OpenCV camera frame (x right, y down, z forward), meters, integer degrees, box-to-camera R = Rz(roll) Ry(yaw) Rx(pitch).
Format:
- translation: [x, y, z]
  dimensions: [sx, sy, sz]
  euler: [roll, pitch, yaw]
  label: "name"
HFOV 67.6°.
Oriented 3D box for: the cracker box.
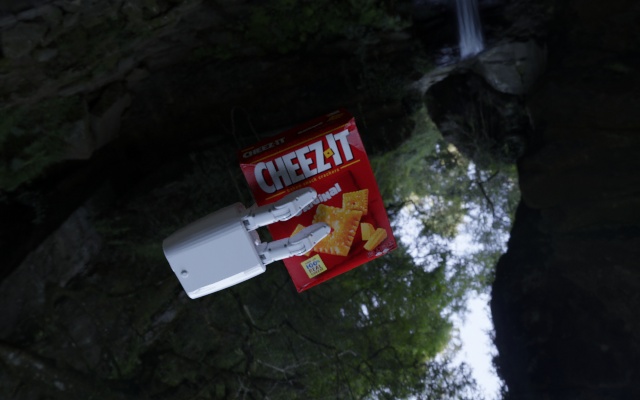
- translation: [0.000, 0.002, 0.677]
  dimensions: [0.164, 0.214, 0.072]
  euler: [-23, 24, -3]
  label: "cracker box"
